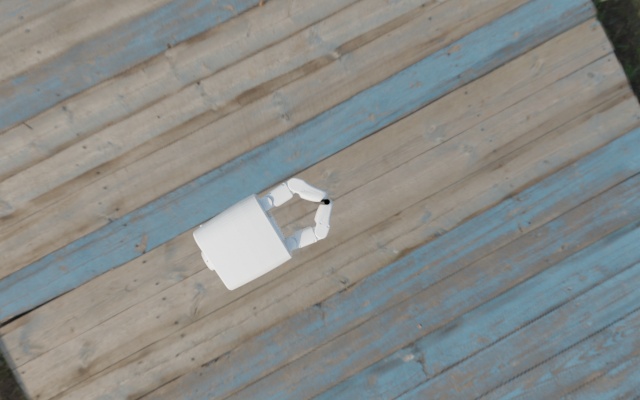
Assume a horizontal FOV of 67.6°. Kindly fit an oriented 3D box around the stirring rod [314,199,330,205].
[{"bbox_3d":[0.000,0.002,0.737,0.011,0.011,0.239,0,0,-4],"label":"stirring rod"}]
